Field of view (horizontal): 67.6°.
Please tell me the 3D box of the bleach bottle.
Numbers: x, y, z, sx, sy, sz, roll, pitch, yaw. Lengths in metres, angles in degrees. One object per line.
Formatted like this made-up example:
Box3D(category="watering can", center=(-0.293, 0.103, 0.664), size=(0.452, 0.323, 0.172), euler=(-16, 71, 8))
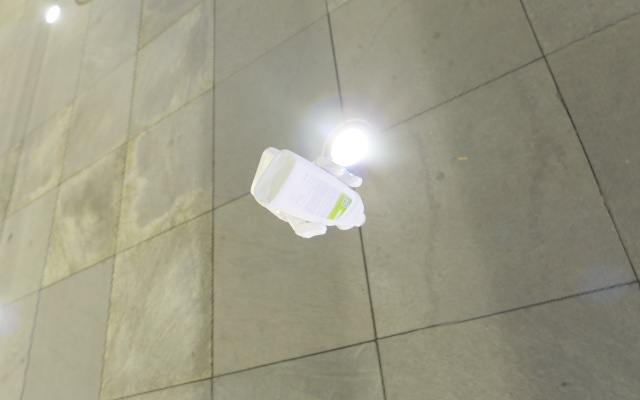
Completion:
Box3D(category="bleach bottle", center=(0.000, 0.003, 0.858), size=(0.068, 0.102, 0.251), euler=(37, 5, 42))
